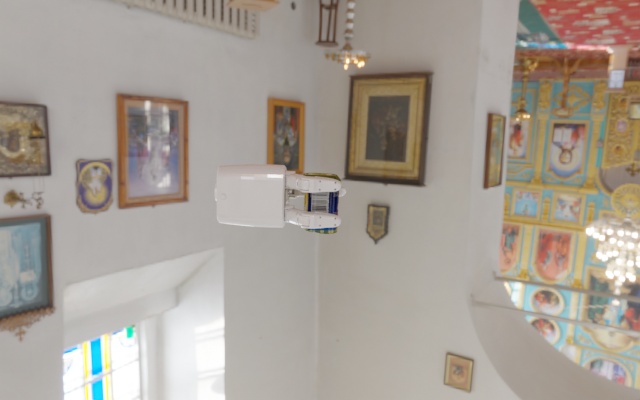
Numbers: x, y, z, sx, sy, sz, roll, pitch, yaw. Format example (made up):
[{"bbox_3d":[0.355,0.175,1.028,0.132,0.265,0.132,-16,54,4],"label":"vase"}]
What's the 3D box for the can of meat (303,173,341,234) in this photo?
[{"bbox_3d":[0.000,0.003,0.777,0.057,0.084,0.102,2,10,-4],"label":"can of meat"}]
